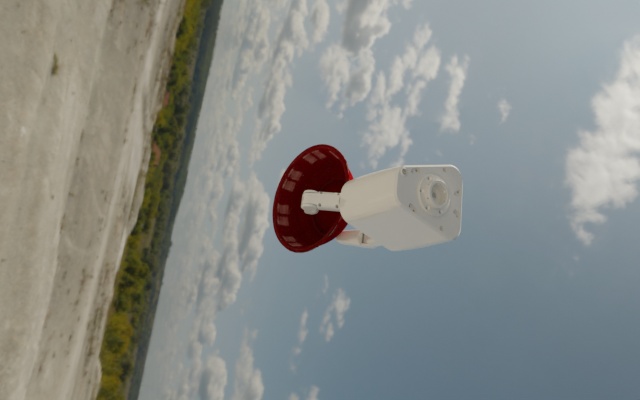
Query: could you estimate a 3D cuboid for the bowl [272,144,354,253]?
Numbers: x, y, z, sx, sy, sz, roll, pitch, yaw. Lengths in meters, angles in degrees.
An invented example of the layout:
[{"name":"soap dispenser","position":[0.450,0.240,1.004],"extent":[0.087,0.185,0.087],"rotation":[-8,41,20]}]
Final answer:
[{"name":"bowl","position":[0.000,0.002,0.701],"extent":[0.055,0.162,0.162],"rotation":[21,-14,-40]}]
